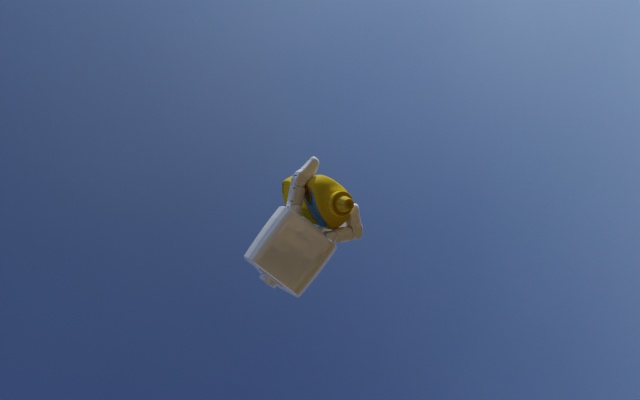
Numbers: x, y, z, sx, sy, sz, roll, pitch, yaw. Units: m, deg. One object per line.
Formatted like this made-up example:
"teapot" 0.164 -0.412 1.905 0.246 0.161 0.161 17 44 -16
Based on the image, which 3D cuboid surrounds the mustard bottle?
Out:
"mustard bottle" 0.000 0.002 0.822 0.058 0.096 0.191 -29 15 -23
